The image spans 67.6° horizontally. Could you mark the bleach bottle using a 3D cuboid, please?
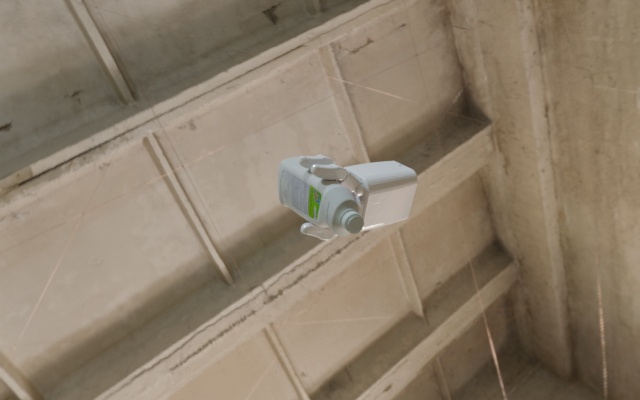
[{"bbox_3d":[0.000,0.003,0.817,0.068,0.103,0.250,-11,24,-23],"label":"bleach bottle"}]
